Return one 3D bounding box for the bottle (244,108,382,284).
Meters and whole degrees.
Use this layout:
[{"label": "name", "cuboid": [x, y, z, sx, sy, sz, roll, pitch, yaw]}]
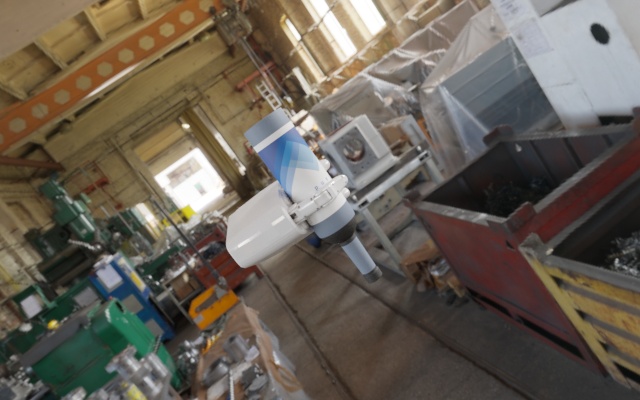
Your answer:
[{"label": "bottle", "cuboid": [0.000, 0.002, 0.715, 0.069, 0.296, 0.069, -34, 10, 7]}]
